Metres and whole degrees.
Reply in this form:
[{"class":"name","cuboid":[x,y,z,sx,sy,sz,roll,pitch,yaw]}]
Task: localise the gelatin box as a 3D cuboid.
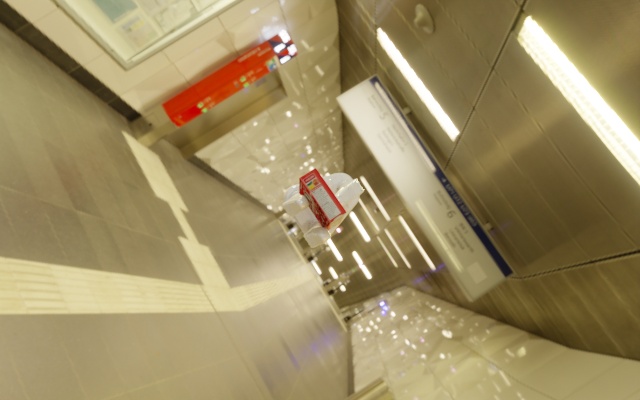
[{"class":"gelatin box","cuboid":[0.001,0.002,0.662,0.030,0.073,0.089,-33,-8,-9]}]
